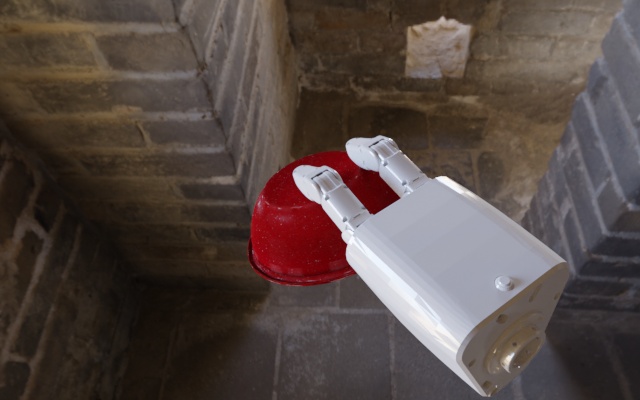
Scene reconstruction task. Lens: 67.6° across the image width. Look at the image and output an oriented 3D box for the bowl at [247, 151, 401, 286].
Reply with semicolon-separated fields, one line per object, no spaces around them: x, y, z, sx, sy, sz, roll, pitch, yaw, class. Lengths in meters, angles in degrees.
-0.001;0.001;0.433;0.162;0.055;0.162;-15;31;9;bowl
